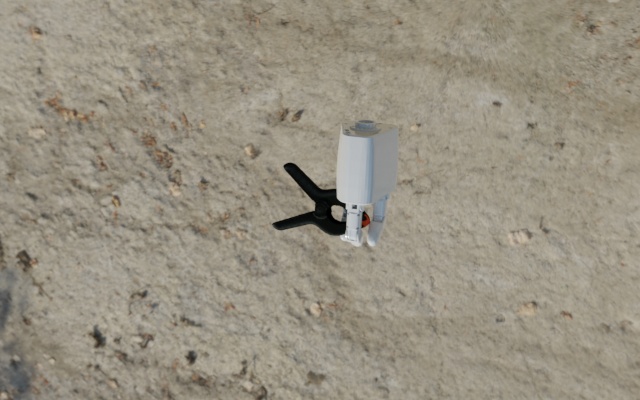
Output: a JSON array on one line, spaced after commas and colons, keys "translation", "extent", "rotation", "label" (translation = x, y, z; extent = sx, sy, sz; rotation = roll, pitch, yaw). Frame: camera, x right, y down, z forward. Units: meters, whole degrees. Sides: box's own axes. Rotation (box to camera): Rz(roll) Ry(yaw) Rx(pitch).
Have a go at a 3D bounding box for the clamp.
[{"translation": [0.000, 0.003, 0.799], "extent": [0.171, 0.120, 0.039], "rotation": [7, 19, 15], "label": "clamp"}]
